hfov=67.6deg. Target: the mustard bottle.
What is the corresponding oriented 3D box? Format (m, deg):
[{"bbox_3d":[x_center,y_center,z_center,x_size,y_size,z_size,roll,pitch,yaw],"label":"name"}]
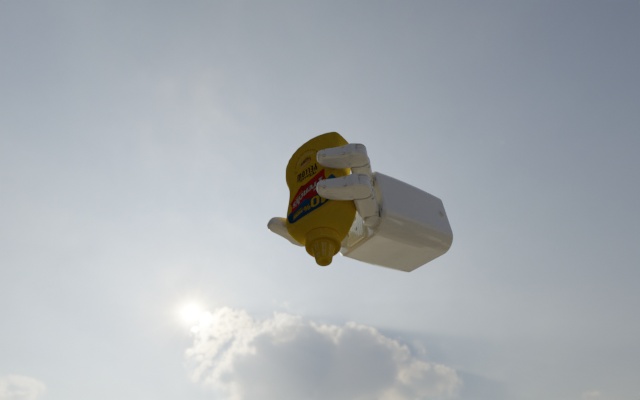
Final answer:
[{"bbox_3d":[0.000,0.002,0.588,0.096,0.191,0.058,-32,-52,24],"label":"mustard bottle"}]
